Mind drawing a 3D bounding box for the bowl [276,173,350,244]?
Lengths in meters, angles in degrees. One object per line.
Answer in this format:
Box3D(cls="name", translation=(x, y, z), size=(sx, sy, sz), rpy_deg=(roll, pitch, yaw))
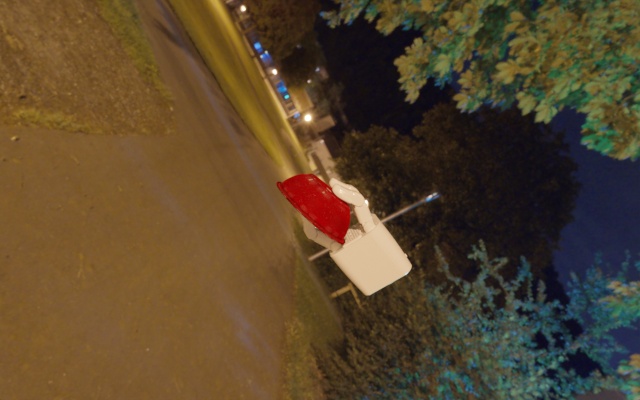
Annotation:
Box3D(cls="bowl", translation=(-0.001, 0.002, 0.836), size=(0.162, 0.055, 0.162), rpy_deg=(41, 7, -6))
